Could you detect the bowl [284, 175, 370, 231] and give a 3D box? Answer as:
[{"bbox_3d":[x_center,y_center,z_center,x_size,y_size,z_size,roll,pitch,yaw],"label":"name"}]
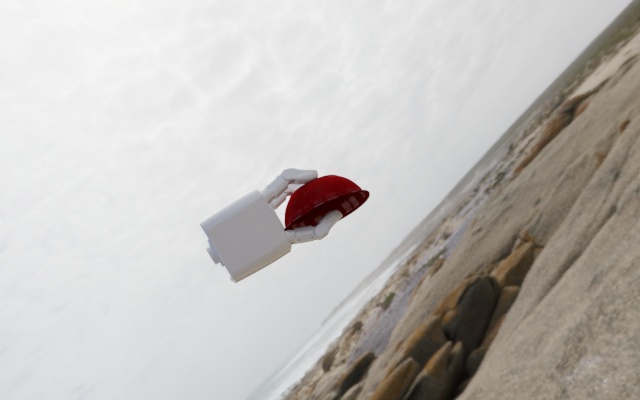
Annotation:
[{"bbox_3d":[0.001,0.002,0.807,0.162,0.055,0.162,-24,-16,-7],"label":"bowl"}]
